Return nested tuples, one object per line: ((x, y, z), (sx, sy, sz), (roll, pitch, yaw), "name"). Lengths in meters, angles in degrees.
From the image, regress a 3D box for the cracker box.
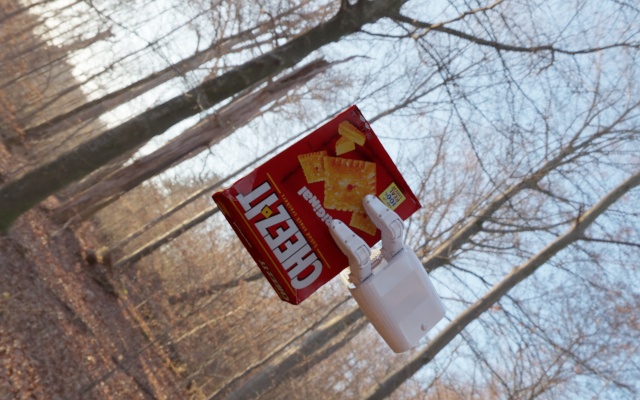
((0.000, 0.002, 0.606), (0.213, 0.164, 0.072), (-36, 7, -20), "cracker box")
